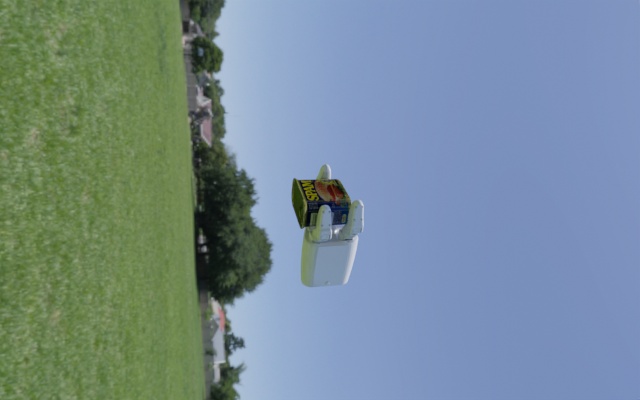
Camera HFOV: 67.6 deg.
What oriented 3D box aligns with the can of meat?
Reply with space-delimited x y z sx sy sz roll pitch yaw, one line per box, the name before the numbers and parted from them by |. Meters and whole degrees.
can of meat | 0.000 0.003 0.829 0.084 0.057 0.102 -2 32 -14
